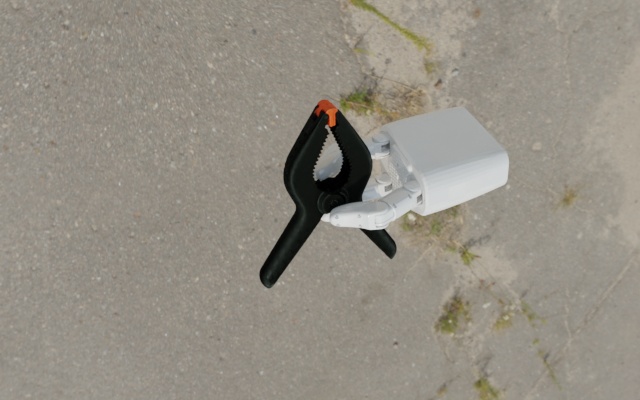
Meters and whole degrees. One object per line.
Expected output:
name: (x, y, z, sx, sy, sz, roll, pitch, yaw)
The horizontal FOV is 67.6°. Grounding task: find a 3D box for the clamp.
clamp: (0.001, 0.002, 0.502, 0.164, 0.210, 0.036, -18, 34, -12)
